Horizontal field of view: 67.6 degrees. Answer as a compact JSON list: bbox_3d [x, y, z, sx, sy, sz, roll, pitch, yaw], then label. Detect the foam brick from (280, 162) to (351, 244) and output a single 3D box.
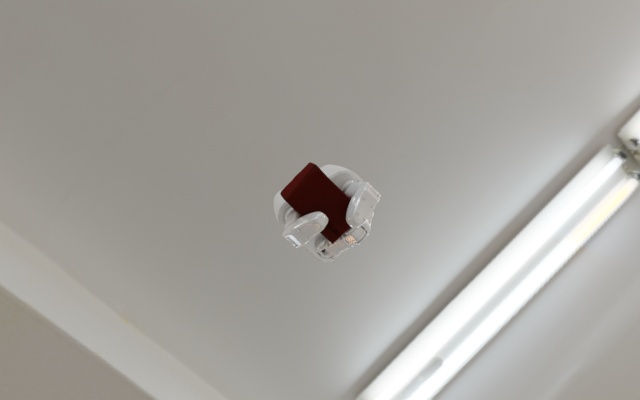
[{"bbox_3d":[0.000,0.002,0.544,0.078,0.053,0.051,44,0,-15],"label":"foam brick"}]
